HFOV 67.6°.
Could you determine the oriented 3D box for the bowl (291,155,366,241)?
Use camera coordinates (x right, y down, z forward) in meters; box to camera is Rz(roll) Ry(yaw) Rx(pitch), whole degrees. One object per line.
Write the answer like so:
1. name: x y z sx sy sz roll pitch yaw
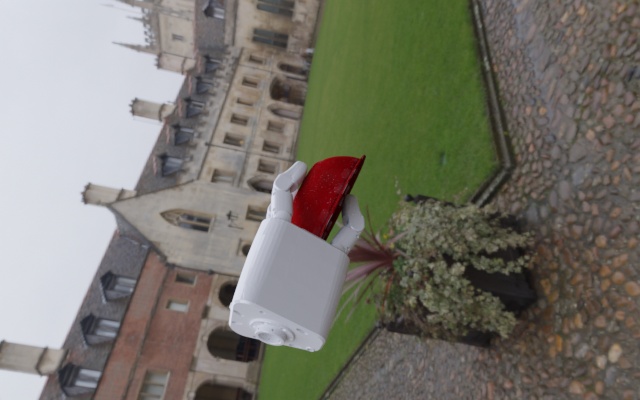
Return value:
1. bowl: 0.000 0.001 0.627 0.055 0.162 0.162 27 3 6
